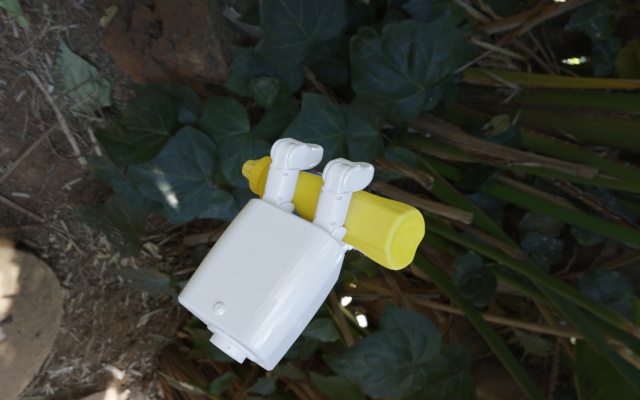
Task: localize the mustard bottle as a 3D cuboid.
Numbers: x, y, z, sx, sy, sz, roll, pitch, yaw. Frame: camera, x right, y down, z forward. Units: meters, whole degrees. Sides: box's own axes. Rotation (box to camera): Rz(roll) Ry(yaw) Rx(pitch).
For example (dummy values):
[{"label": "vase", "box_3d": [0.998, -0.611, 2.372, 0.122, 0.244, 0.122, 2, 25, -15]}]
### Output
[{"label": "mustard bottle", "box_3d": [0.000, 0.001, 0.461, 0.191, 0.058, 0.096, 24, -1, 27]}]
